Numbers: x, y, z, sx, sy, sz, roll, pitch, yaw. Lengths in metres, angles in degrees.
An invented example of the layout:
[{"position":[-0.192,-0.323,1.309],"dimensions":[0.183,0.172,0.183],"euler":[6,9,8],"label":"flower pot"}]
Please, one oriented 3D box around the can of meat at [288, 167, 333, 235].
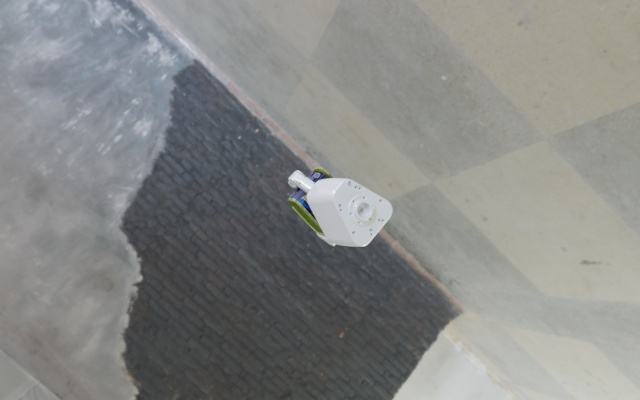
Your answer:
[{"position":[0.000,0.003,0.900],"dimensions":[0.102,0.084,0.057],"euler":[47,-16,-18],"label":"can of meat"}]
